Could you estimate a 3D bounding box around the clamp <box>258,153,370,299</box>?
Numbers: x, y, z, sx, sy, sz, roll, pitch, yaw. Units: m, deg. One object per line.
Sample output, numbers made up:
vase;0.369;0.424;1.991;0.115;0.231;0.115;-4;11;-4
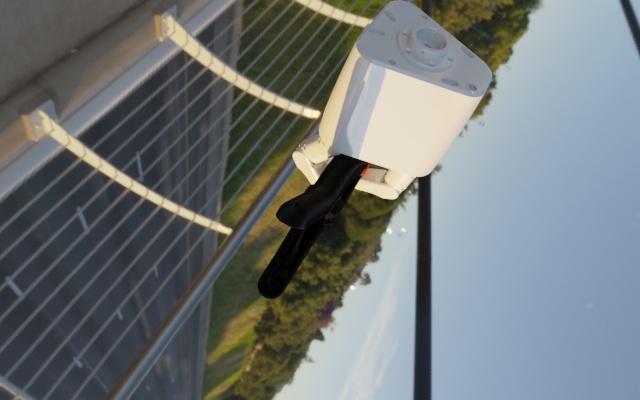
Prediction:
clamp;0.001;0.002;0.436;0.039;0.171;0.120;32;-34;4
